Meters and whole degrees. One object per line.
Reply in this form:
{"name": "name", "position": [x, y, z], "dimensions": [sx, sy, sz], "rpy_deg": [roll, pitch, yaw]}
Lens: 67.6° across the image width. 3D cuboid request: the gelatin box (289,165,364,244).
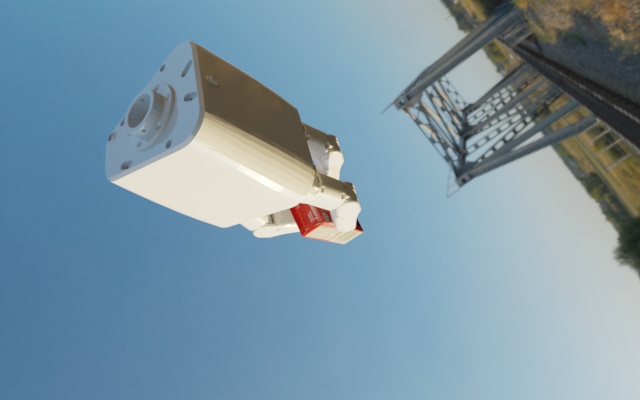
{"name": "gelatin box", "position": [0.000, 0.002, 0.470], "dimensions": [0.030, 0.073, 0.089], "rpy_deg": [-33, -24, 20]}
